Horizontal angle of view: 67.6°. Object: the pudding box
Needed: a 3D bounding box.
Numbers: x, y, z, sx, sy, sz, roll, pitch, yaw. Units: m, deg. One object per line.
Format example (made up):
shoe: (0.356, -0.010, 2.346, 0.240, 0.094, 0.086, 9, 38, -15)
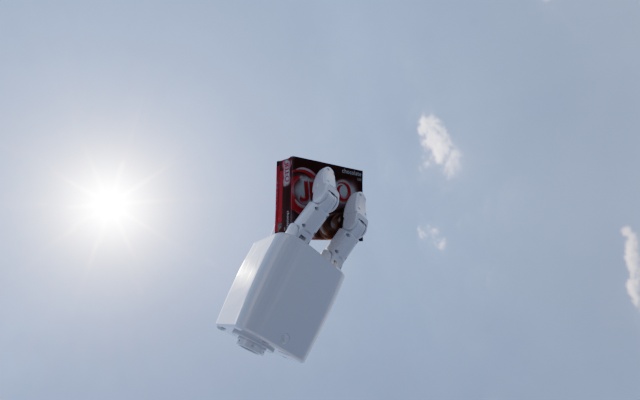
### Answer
pudding box: (0.000, 0.002, 0.566, 0.113, 0.090, 0.039, 8, -11, -41)
